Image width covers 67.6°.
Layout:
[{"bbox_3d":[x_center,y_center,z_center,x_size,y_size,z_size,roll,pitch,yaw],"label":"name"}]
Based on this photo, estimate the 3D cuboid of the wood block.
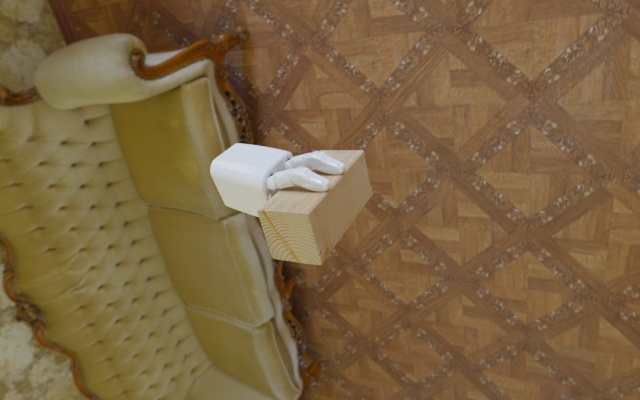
[{"bbox_3d":[0.000,0.003,0.768,0.090,0.091,0.206,3,32,29],"label":"wood block"}]
